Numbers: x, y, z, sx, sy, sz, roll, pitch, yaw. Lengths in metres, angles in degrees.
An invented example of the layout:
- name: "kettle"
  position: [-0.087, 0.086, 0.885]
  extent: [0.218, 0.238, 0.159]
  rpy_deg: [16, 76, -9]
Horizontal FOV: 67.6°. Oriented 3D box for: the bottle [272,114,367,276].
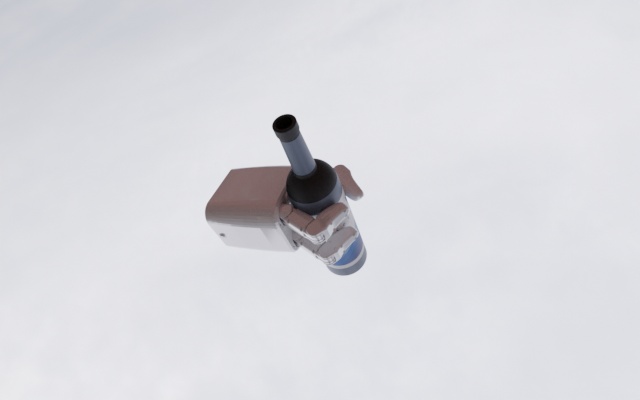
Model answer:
- name: "bottle"
  position: [0.000, 0.002, 0.617]
  extent: [0.069, 0.069, 0.296]
  rpy_deg: [0, -35, 19]
